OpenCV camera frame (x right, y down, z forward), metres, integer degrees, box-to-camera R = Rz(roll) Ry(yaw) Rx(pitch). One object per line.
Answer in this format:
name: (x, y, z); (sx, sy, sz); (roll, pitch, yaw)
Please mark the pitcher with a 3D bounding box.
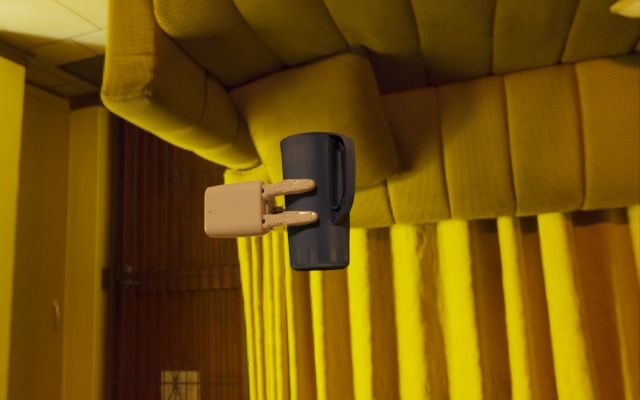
pitcher: (0.000, 0.003, 0.862); (0.145, 0.242, 0.149); (-4, -10, 9)
